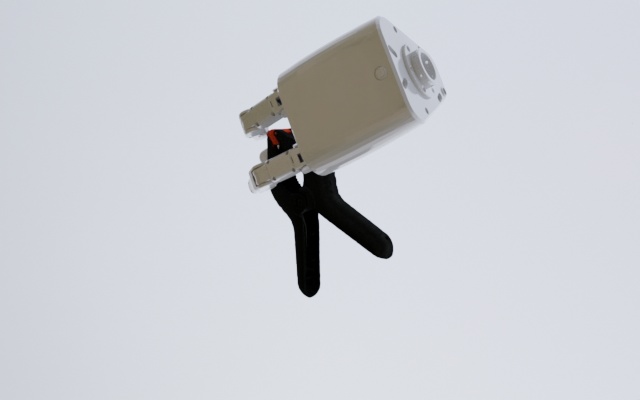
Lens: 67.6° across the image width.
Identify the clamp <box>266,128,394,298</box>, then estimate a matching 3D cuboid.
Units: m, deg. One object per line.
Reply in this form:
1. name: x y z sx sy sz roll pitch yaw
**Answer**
1. clamp: 0.000 0.001 0.459 0.120 0.171 0.039 -23 -5 35
